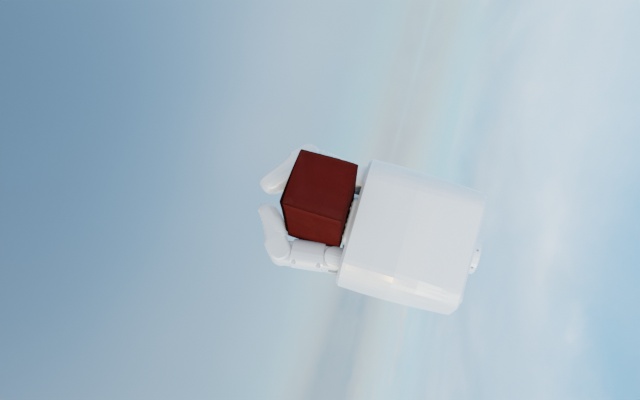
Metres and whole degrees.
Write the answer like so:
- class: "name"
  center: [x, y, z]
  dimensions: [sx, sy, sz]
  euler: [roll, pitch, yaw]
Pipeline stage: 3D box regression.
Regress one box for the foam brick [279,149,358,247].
- class: "foam brick"
  center: [0.000, 0.001, 0.409]
  dimensions: [0.051, 0.053, 0.078]
  euler: [16, -22, 8]
